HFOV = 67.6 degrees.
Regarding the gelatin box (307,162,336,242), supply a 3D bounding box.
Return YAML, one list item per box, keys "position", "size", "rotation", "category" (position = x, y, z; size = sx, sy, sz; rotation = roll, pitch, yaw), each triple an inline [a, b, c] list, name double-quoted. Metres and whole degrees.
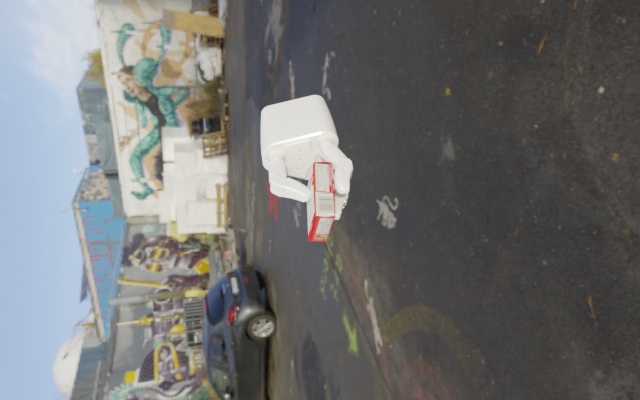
- position: [0.000, 0.002, 0.663]
  size: [0.030, 0.089, 0.073]
  rotation: [3, -32, -9]
  category: "gelatin box"
